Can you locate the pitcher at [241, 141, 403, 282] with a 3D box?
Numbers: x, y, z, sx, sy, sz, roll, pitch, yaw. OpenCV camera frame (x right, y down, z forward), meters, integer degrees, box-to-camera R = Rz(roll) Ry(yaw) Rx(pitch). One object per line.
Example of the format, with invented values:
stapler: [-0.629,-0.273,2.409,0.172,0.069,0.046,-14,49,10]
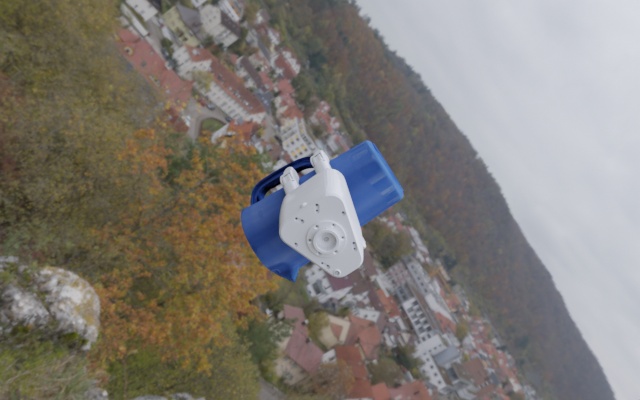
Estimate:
pitcher: [0.000,0.003,0.768,0.243,0.149,0.145,-32,14,10]
